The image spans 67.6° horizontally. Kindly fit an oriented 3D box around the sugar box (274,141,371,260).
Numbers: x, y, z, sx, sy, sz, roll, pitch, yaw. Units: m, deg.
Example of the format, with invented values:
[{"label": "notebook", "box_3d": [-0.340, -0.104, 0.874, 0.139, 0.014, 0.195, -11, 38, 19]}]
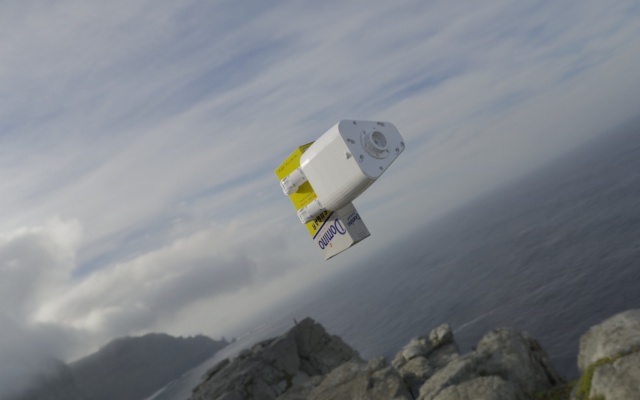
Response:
[{"label": "sugar box", "box_3d": [0.000, 0.003, 0.779, 0.048, 0.176, 0.093, -23, -10, -38]}]
